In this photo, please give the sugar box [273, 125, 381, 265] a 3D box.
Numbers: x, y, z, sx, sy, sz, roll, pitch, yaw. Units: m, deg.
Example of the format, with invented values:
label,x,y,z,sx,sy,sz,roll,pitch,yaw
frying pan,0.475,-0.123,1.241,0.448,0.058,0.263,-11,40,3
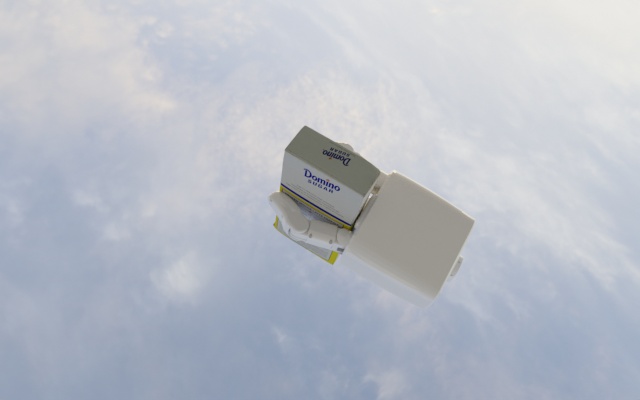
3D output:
label,x,y,z,sx,sy,sz,roll,pitch,yaw
sugar box,0.000,0.001,0.536,0.093,0.048,0.176,31,-32,7
